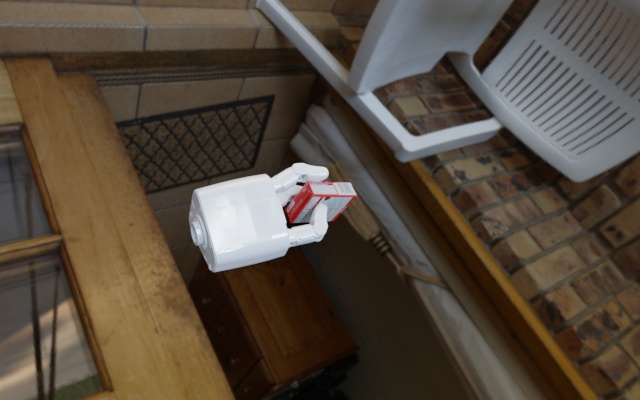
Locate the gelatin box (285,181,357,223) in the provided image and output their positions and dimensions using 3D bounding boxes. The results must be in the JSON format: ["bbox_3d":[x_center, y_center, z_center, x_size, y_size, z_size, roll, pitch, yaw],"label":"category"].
[{"bbox_3d":[0.001,0.003,0.744,0.089,0.030,0.073,0,-36,-37],"label":"gelatin box"}]
